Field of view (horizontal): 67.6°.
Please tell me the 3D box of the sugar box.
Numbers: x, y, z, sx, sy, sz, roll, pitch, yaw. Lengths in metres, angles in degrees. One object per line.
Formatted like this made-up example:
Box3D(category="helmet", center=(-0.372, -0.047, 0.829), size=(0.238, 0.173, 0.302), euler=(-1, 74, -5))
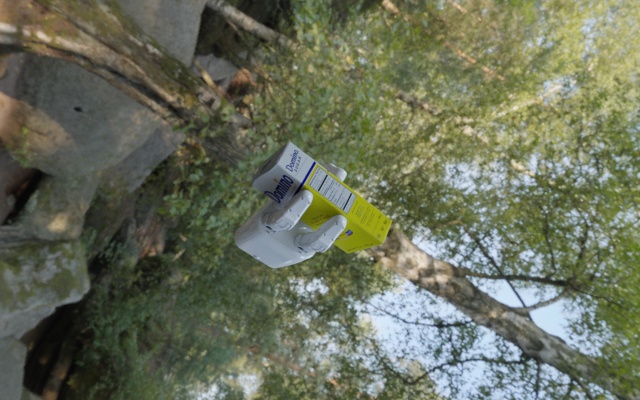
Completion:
Box3D(category="sugar box", center=(0.000, 0.003, 0.637), size=(0.176, 0.048, 0.093), euler=(34, -28, -16))
